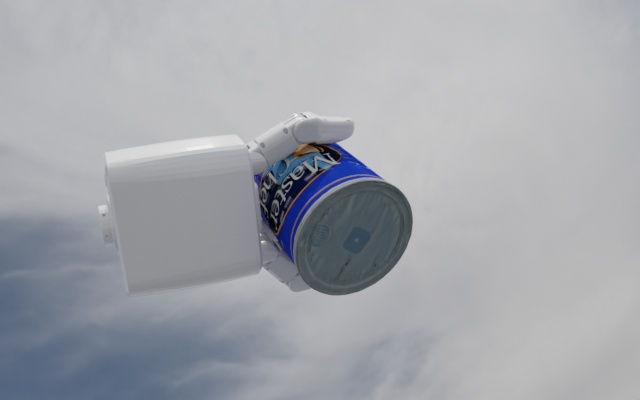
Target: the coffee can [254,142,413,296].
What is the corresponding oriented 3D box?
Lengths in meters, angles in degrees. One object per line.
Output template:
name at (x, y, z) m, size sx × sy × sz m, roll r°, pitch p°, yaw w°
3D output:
coffee can at (0.000, 0.001, 0.424) m, size 0.103 × 0.103 × 0.140 m, roll 0°, pitch 26°, yaw -27°
